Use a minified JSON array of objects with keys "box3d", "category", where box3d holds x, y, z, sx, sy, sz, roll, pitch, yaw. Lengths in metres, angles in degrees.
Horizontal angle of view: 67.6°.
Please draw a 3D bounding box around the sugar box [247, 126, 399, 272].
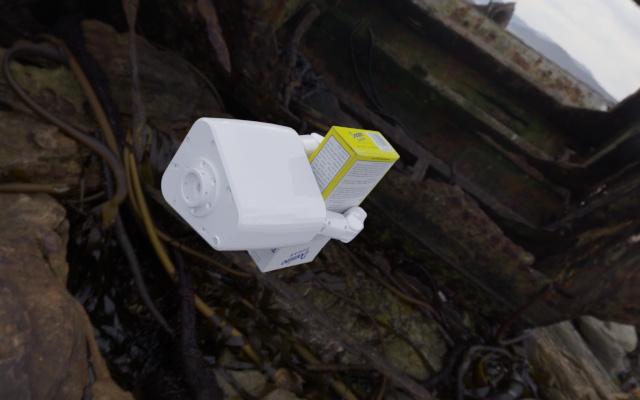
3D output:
[{"box3d":[0.000,0.001,0.518,0.093,0.048,0.176,-4,-39,-54],"category":"sugar box"}]
